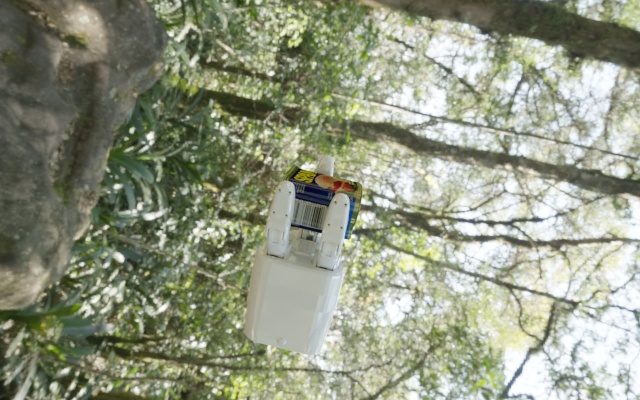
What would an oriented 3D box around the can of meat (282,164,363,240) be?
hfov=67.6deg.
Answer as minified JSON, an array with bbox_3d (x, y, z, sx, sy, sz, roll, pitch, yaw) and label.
[{"bbox_3d":[0.000,0.002,0.527,0.084,0.057,0.102,14,13,2],"label":"can of meat"}]
